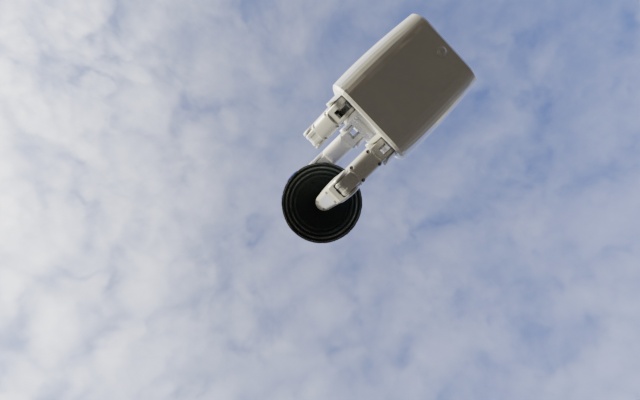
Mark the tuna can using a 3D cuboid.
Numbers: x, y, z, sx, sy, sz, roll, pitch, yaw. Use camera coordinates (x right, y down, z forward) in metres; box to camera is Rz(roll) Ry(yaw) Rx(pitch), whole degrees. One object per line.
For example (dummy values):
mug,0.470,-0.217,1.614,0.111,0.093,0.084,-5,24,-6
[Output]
tuna can,0.000,0.002,0.518,0.086,0.086,0.034,0,4,-7
